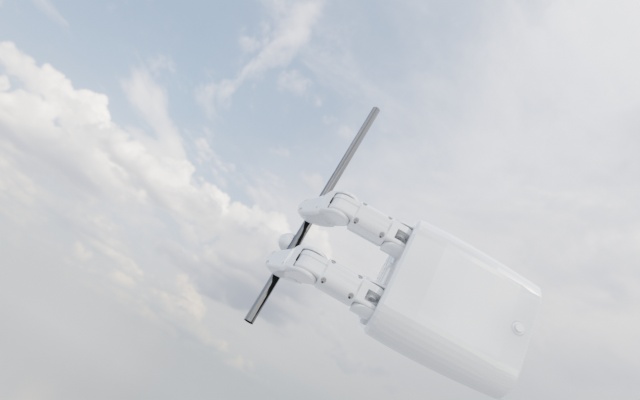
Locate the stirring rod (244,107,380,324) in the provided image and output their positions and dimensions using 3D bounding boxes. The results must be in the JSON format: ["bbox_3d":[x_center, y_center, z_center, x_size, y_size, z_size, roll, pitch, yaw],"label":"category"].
[{"bbox_3d":[0.000,0.002,0.421,0.011,0.239,0.011,24,-28,14],"label":"stirring rod"}]
